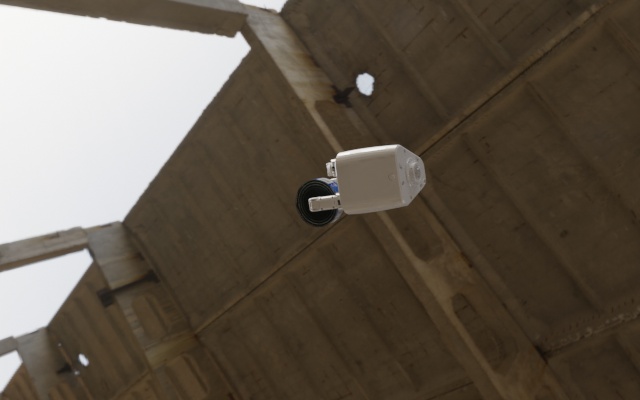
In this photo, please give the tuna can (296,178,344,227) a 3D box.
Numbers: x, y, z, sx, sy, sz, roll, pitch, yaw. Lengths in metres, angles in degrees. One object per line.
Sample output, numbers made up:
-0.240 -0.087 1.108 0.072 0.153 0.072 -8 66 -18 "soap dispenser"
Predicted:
0.000 0.003 0.853 0.086 0.086 0.033 0 9 31 "tuna can"
